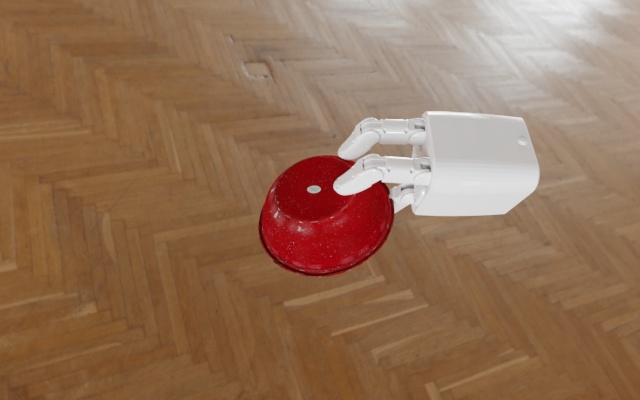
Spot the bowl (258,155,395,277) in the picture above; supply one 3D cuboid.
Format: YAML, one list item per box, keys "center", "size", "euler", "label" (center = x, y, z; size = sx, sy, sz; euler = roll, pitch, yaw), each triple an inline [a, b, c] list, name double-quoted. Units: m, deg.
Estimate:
- center: [-0.001, 0.002, 0.535]
  size: [0.162, 0.162, 0.055]
  euler: [0, -36, 15]
  label: "bowl"
